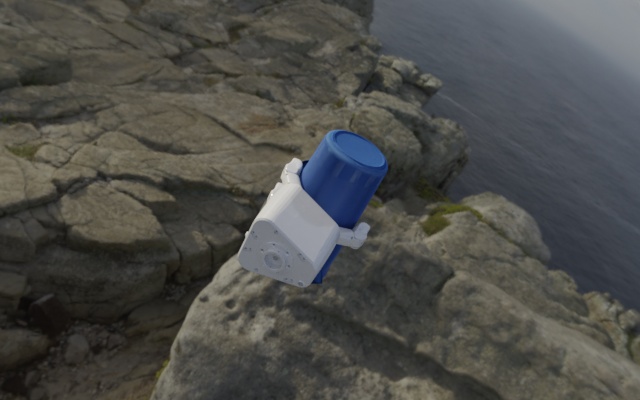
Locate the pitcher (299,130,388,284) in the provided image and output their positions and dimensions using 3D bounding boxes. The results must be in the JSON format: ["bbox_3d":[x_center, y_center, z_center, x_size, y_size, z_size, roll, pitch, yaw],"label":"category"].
[{"bbox_3d":[0.000,0.003,0.782,0.149,0.243,0.145,32,32,2],"label":"pitcher"}]
